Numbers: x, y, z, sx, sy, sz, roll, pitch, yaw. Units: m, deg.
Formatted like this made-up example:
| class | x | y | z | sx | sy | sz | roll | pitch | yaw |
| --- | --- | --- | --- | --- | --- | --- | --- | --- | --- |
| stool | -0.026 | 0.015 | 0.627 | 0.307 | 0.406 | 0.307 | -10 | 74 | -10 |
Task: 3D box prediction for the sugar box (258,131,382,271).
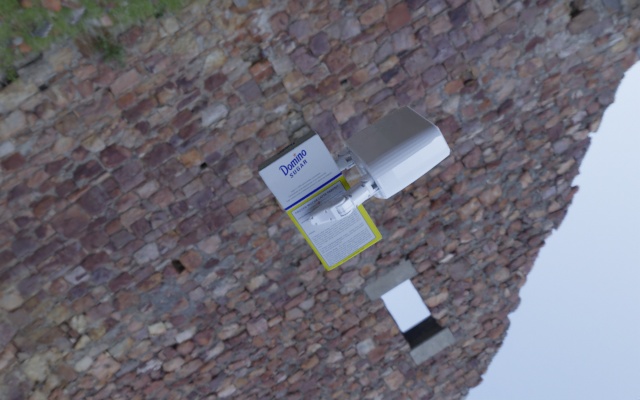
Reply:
| class | x | y | z | sx | sy | sz | roll | pitch | yaw |
| --- | --- | --- | --- | --- | --- | --- | --- | --- | --- |
| sugar box | 0.000 | 0.002 | 0.655 | 0.093 | 0.176 | 0.048 | -32 | 17 | 1 |
